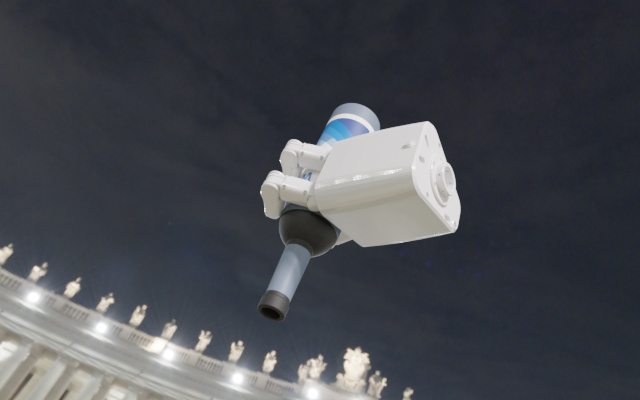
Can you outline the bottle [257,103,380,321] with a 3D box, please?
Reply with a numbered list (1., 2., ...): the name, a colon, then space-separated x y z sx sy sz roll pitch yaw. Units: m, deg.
1. bottle: 0.000 0.002 0.534 0.069 0.069 0.295 0 44 26
